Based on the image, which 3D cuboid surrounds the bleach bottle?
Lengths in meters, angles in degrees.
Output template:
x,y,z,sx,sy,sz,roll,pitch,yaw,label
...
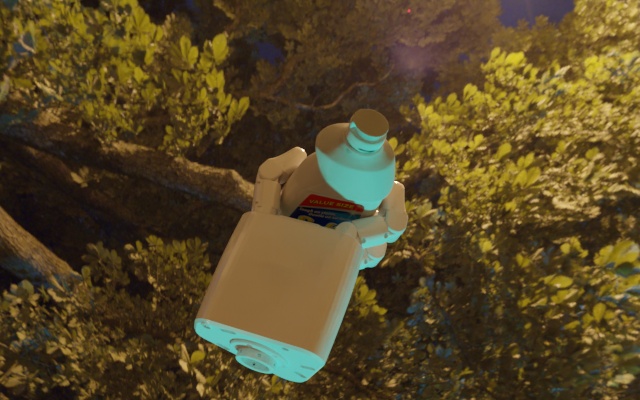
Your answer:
x,y,z,sx,sy,sz,roll,pitch,yaw,label
0.000,0.002,0.466,0.102,0.068,0.251,22,-34,-2,bleach bottle
